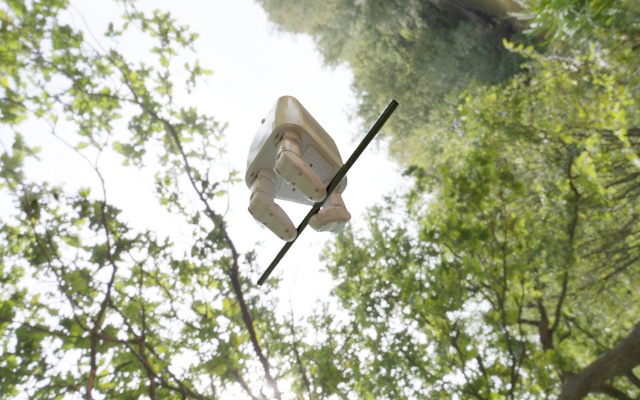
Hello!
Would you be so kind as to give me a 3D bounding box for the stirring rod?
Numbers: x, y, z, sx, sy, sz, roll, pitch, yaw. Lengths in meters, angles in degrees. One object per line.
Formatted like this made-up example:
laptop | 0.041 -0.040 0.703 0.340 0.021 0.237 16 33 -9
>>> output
stirring rod | 0.000 0.001 0.468 0.011 0.240 0.011 30 25 -15
